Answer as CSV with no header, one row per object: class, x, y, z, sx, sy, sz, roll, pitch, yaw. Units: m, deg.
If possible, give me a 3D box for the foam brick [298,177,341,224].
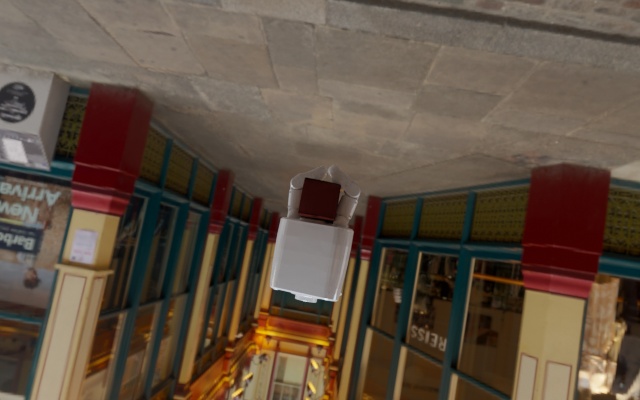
foam brick,0.000,0.002,0.693,0.053,0.051,0.078,11,-7,4
